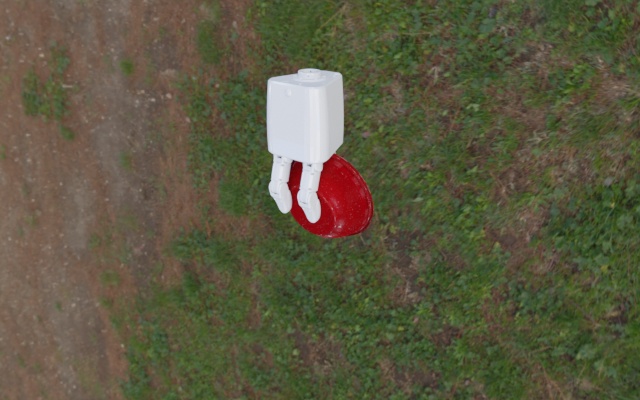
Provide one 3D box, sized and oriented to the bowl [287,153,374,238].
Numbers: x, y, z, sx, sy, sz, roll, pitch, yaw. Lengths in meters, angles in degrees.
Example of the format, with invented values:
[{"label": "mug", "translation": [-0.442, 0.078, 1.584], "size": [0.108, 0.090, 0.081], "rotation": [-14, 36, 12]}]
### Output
[{"label": "bowl", "translation": [0.000, 0.004, 0.746], "size": [0.162, 0.162, 0.055], "rotation": [0, 32, 42]}]
